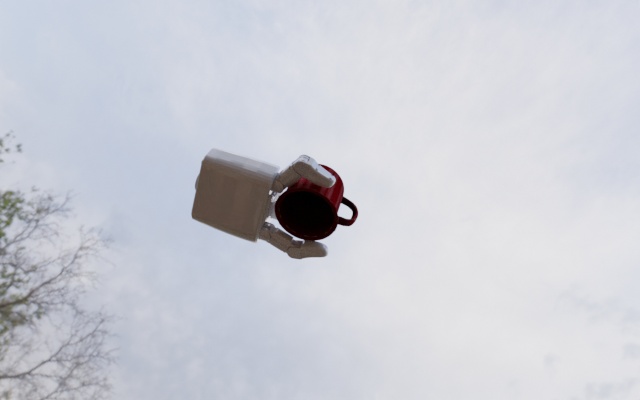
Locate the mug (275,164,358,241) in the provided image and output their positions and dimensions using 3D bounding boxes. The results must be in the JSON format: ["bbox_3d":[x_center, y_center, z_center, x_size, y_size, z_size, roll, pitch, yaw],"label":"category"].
[{"bbox_3d":[0.002,0.003,0.701,0.117,0.093,0.081,19,38,3],"label":"mug"}]
